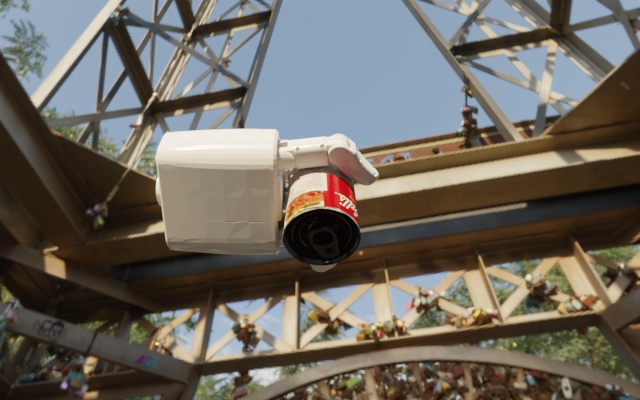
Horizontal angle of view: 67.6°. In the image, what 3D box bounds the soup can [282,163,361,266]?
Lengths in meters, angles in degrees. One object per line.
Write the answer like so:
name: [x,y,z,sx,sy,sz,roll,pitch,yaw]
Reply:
soup can: [0.001,0.001,0.451,0.068,0.069,0.102,0,39,-1]
